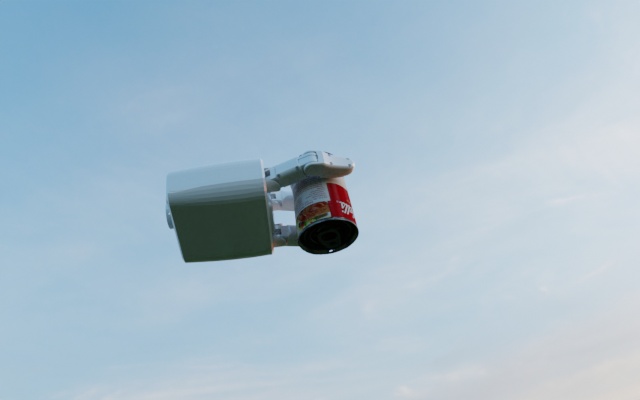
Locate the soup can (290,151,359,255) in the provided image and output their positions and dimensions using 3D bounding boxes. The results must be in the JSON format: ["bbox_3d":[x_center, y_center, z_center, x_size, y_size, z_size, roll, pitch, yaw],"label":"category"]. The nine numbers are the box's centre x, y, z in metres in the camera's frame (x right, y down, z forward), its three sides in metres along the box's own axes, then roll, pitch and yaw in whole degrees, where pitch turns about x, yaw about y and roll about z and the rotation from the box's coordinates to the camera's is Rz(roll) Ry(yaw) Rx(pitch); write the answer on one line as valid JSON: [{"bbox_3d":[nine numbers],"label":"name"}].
[{"bbox_3d":[0.001,0.001,0.550,0.068,0.102,0.069,-8,-38,-6],"label":"soup can"}]
